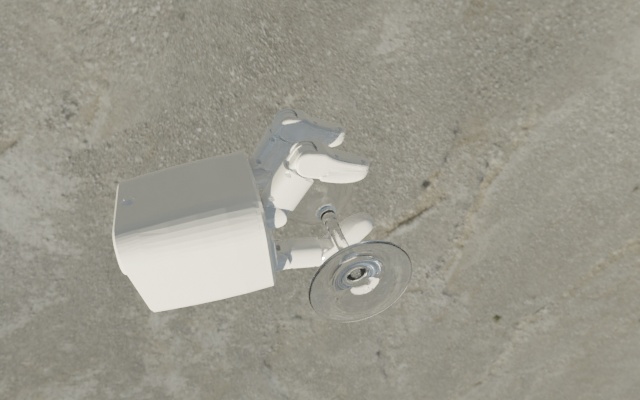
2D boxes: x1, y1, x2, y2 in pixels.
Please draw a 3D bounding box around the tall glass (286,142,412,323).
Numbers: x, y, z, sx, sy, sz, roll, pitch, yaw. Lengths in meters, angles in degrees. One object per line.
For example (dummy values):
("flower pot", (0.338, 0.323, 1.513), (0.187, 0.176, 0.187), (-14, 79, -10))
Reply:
("tall glass", (0.000, 0.002, 0.400), (0.079, 0.079, 0.201), (0, 34, -19))
